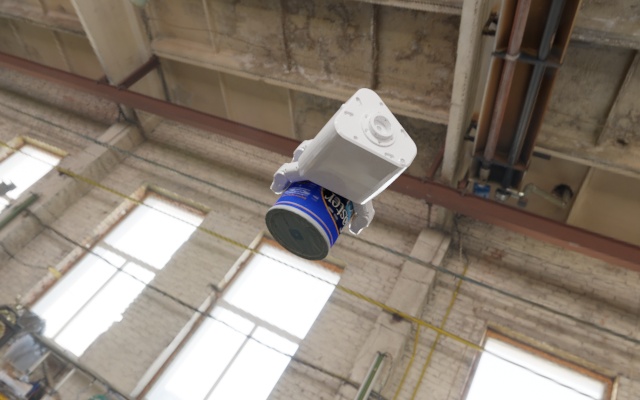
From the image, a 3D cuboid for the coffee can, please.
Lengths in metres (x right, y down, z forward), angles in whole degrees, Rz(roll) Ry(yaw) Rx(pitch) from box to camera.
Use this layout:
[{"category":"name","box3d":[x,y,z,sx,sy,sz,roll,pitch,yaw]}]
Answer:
[{"category":"coffee can","box3d":[0.000,0.002,0.697,0.103,0.103,0.140,0,41,41]}]
